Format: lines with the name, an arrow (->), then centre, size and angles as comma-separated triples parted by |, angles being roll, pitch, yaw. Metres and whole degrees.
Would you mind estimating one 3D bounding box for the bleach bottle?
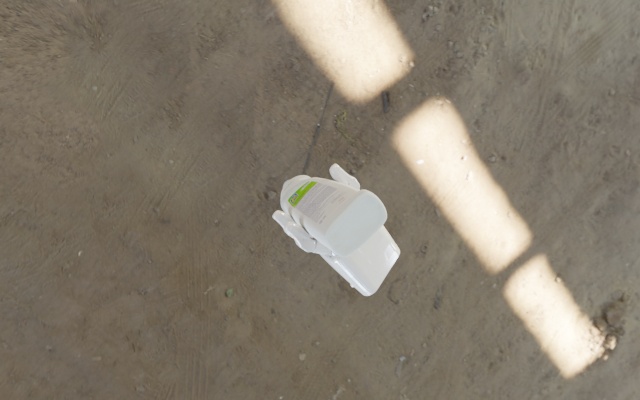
bleach bottle -> 0.000, 0.003, 0.776 | 0.068, 0.102, 0.250 | 50, -7, -28
